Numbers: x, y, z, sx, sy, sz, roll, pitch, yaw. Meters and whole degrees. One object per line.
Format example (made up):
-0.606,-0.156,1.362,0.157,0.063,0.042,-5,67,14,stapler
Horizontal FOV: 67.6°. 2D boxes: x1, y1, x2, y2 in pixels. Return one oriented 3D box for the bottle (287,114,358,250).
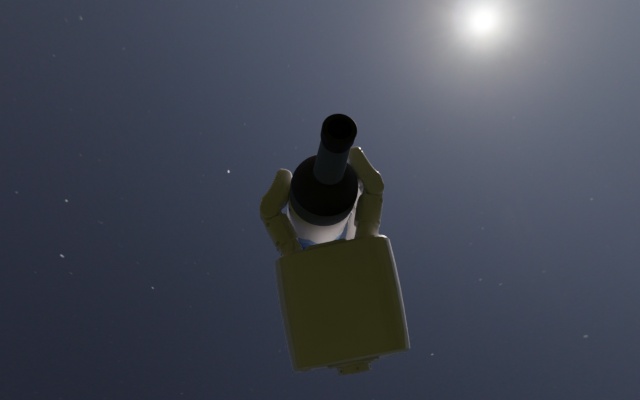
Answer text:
0.000,0.002,0.498,0.069,0.069,0.296,0,-23,-6,bottle
